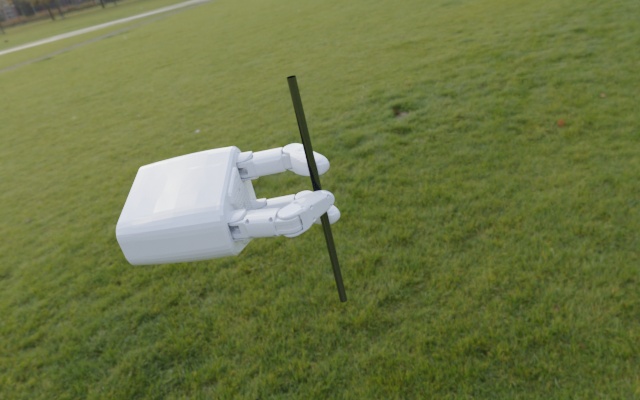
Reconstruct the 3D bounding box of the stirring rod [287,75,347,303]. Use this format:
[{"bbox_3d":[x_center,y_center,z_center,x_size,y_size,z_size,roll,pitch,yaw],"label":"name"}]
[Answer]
[{"bbox_3d":[0.000,0.002,0.452,0.011,0.240,0.011,-10,27,5],"label":"stirring rod"}]
